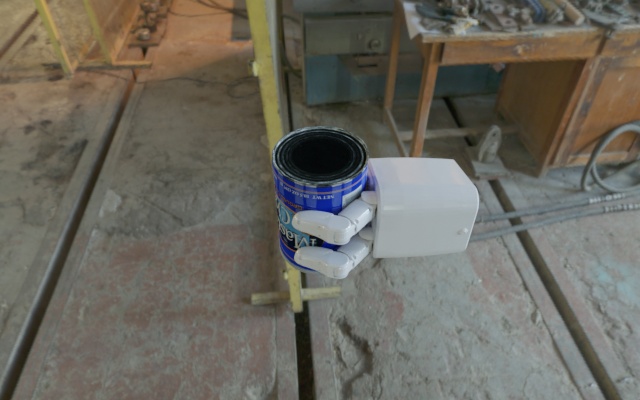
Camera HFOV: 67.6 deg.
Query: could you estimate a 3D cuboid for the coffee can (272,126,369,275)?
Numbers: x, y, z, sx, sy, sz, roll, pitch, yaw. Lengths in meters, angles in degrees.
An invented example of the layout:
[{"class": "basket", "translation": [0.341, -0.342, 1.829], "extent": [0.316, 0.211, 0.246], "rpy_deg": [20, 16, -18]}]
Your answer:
[{"class": "coffee can", "translation": [0.000, 0.002, 0.546], "extent": [0.103, 0.140, 0.102], "rpy_deg": [0, 43, 0]}]
